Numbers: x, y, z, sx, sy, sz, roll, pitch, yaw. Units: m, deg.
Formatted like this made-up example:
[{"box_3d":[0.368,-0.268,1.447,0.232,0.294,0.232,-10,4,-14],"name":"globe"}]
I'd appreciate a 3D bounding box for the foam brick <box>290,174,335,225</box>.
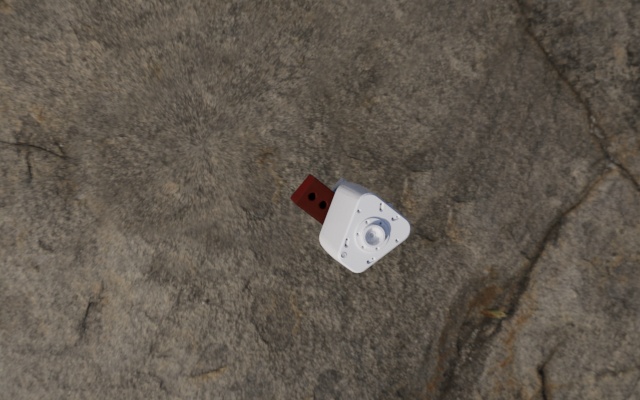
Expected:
[{"box_3d":[0.000,0.002,0.764,0.078,0.053,0.051,37,2,-15],"name":"foam brick"}]
